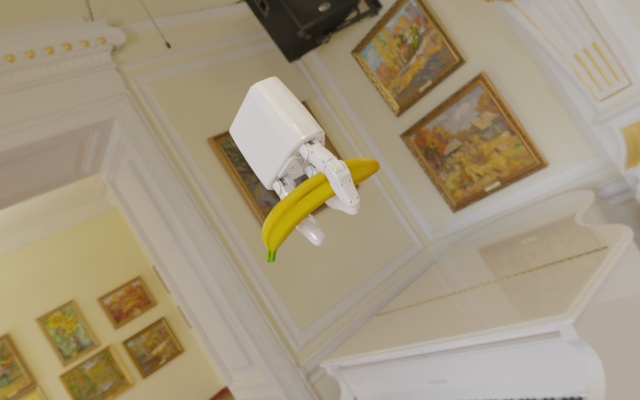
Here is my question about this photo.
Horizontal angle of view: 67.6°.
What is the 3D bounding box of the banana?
[{"bbox_3d":[-0.006,-0.003,0.611,0.198,0.037,0.070,-39,-25,-6],"label":"banana"}]
